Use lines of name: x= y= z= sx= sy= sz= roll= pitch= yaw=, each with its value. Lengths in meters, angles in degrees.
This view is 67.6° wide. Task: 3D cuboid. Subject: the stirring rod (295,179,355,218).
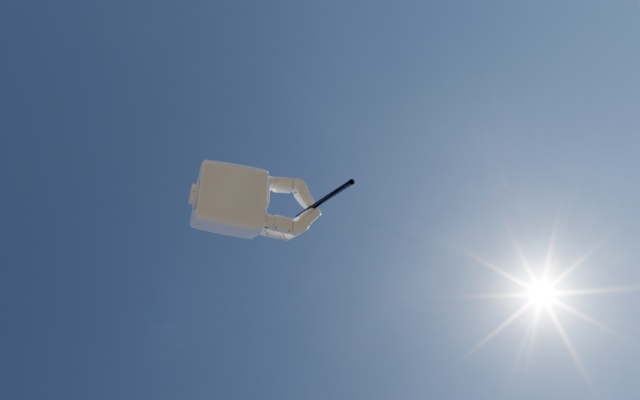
stirring rod: x=0.000 y=0.002 z=0.747 sx=0.011 sy=0.011 sz=0.239 roll=0 pitch=-13 yaw=-21
